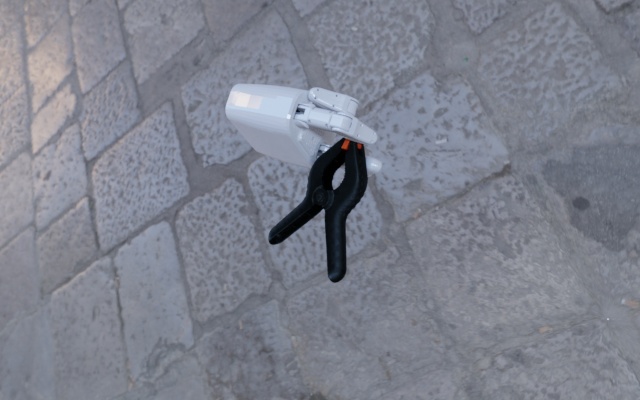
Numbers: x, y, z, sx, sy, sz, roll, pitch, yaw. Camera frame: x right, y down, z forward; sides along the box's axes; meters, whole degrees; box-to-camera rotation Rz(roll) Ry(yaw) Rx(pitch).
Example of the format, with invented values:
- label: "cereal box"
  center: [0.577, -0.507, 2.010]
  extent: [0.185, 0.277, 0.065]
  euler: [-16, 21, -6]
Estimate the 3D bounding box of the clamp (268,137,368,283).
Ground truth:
- label: "clamp"
  center: [0.000, 0.002, 0.582]
  extent: [0.120, 0.171, 0.039]
  euler: [16, -3, 29]
